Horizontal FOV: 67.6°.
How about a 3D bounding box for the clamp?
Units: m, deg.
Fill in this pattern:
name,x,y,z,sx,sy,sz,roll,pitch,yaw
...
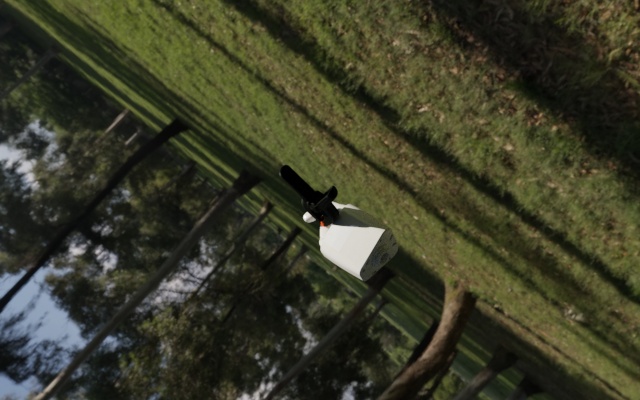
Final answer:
name,x,y,z,sx,sy,sz,roll,pitch,yaw
clamp,0.000,0.003,0.887,0.120,0.039,0.172,28,-16,36
